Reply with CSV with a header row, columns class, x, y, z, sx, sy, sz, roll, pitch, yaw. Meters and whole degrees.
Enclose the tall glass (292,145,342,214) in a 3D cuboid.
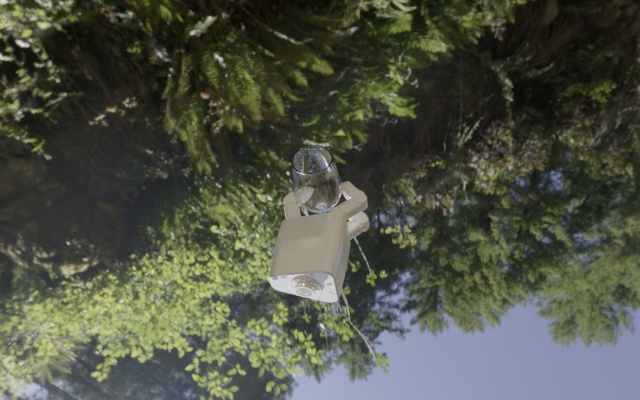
class,x,y,z,sx,sy,sz,roll,pitch,yaw
tall glass,0.000,0.003,0.782,0.079,0.079,0.201,0,-40,10
